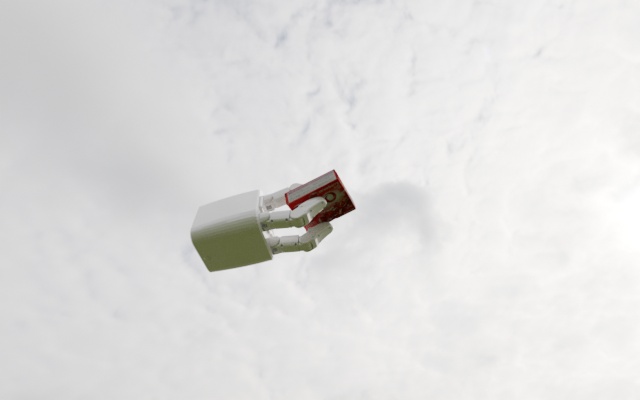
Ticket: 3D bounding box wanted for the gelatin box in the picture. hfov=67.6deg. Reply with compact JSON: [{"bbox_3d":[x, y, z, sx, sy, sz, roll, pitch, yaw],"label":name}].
[{"bbox_3d":[0.000,0.002,0.737,0.089,0.073,0.030,-27,41,7],"label":"gelatin box"}]
